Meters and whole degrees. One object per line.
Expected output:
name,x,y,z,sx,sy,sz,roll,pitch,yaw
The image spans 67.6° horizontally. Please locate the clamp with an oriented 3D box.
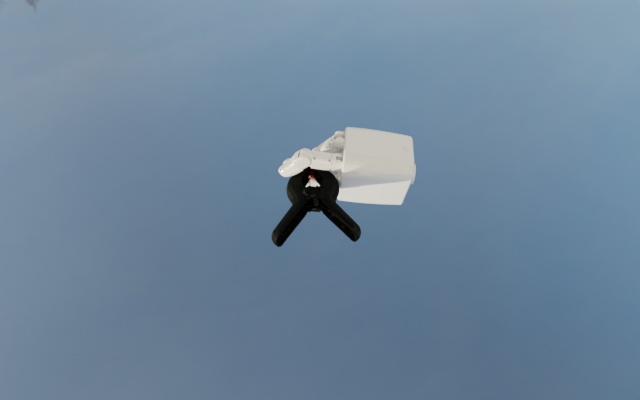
clamp,0.000,0.003,0.696,0.120,0.171,0.039,7,-44,1
